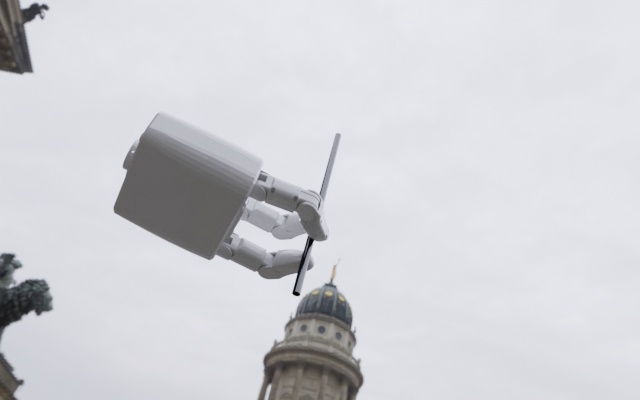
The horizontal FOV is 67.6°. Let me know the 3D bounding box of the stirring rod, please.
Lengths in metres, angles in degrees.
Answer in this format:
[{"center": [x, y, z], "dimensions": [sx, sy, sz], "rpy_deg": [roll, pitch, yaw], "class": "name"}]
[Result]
[{"center": [0.000, 0.002, 0.520], "dimensions": [0.011, 0.011, 0.239], "rpy_deg": [0, 44, 15], "class": "stirring rod"}]
